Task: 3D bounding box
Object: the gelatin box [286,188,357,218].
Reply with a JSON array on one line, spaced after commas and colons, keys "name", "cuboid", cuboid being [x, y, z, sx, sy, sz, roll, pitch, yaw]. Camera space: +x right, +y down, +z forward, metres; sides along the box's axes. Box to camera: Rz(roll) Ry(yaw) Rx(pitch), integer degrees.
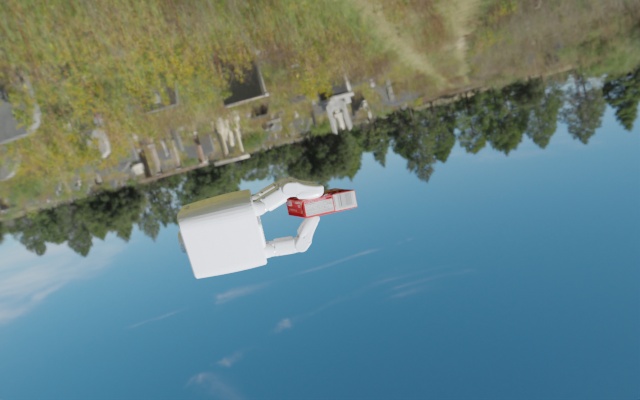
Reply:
[{"name": "gelatin box", "cuboid": [0.001, 0.003, 0.729, 0.089, 0.030, 0.073, -12, 7, -21]}]
